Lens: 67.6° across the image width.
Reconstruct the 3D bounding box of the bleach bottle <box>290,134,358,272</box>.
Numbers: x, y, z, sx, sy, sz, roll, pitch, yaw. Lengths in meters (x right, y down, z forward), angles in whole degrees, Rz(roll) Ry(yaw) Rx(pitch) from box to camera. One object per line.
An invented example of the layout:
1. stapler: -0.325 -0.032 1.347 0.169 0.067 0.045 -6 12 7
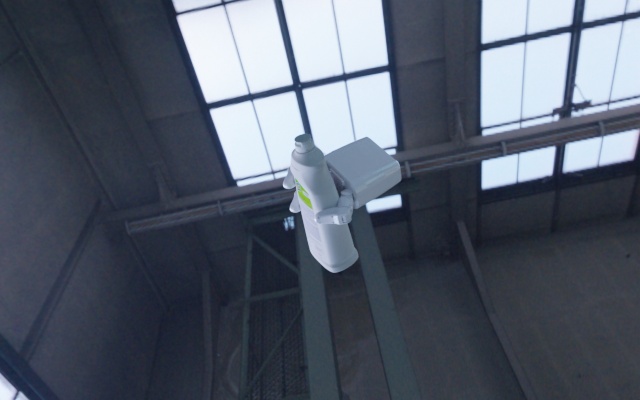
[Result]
1. bleach bottle: 0.000 0.003 0.831 0.068 0.251 0.102 -29 38 -21
